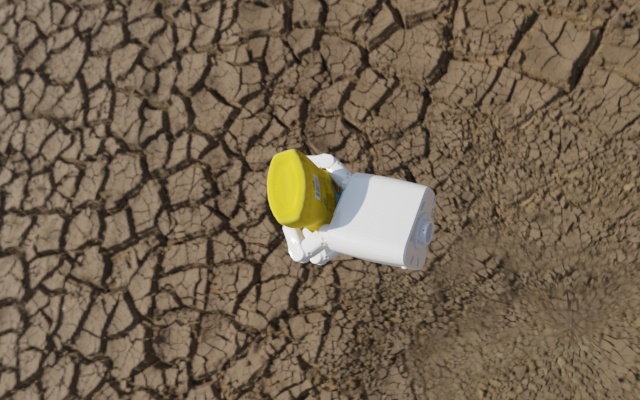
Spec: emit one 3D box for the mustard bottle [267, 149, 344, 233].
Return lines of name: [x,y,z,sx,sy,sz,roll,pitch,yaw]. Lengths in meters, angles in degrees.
mustard bottle: [0.000,0.002,0.665,0.058,0.096,0.192,-15,-20,24]
